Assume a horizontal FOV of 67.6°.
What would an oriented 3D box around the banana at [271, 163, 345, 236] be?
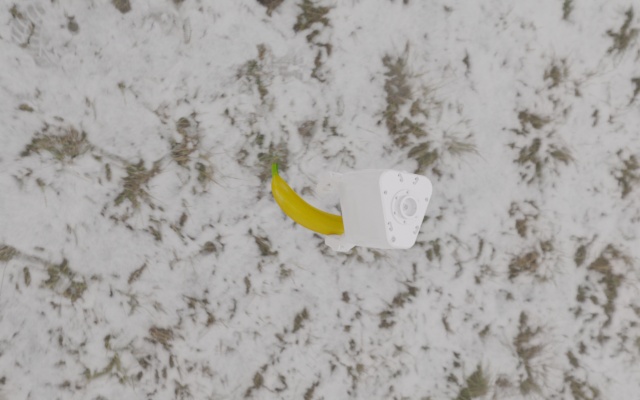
[{"bbox_3d":[-0.011,0.016,0.799,0.198,0.069,0.037,35,-20,-21],"label":"banana"}]
